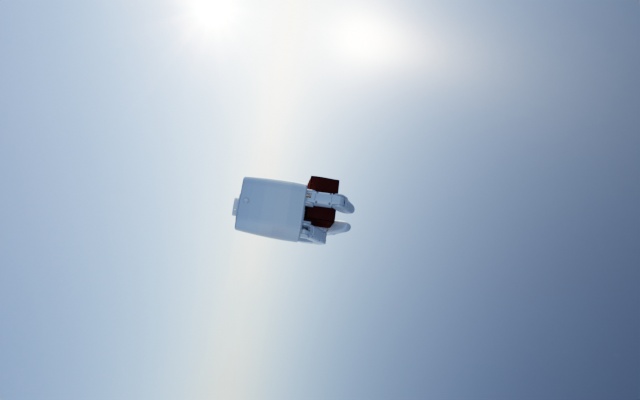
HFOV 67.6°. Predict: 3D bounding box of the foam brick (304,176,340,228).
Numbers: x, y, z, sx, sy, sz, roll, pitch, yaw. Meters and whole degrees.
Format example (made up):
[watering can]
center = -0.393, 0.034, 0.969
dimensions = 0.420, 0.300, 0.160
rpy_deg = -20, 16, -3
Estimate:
[foam brick]
center = 0.000, 0.002, 0.826
dimensions = 0.051, 0.078, 0.053
rpy_deg = 10, -17, -6
